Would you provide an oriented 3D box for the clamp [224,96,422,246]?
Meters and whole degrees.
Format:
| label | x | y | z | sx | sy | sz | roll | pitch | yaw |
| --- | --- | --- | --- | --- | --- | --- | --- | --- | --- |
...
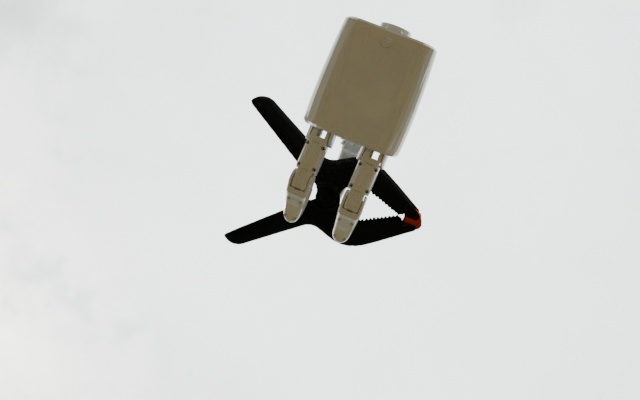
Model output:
| label | x | y | z | sx | sy | sz | roll | pitch | yaw |
| --- | --- | --- | --- | --- | --- | --- | --- | --- | --- |
| clamp | 0.001 | 0.001 | 0.508 | 0.210 | 0.164 | 0.036 | 23 | 16 | 6 |
